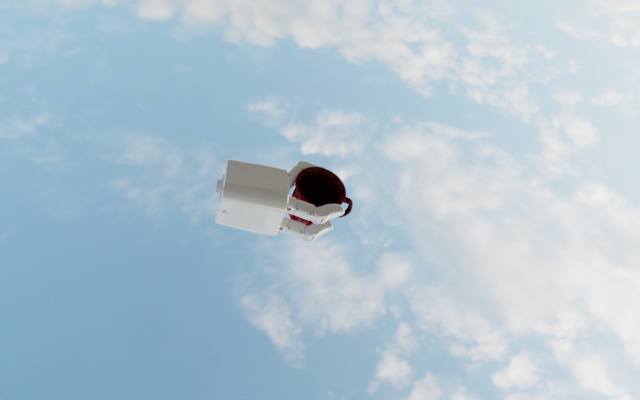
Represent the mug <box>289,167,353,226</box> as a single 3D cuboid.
[{"bbox_3d":[0.001,0.003,0.862,0.117,0.093,0.081,13,-40,-13],"label":"mug"}]
